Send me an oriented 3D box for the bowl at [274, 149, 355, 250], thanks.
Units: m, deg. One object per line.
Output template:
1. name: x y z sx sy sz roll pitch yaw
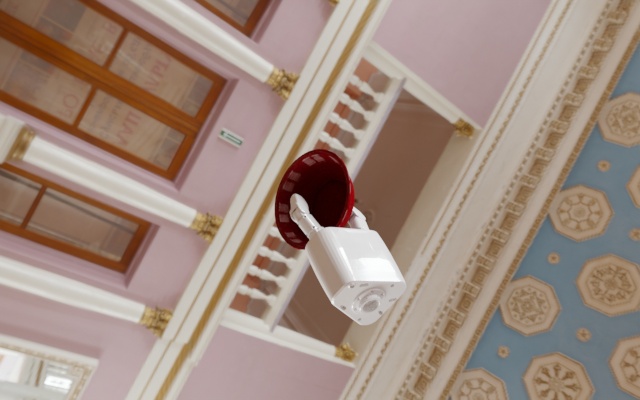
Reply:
1. bowl: 0.000 0.002 0.764 0.162 0.162 0.055 0 -12 43
